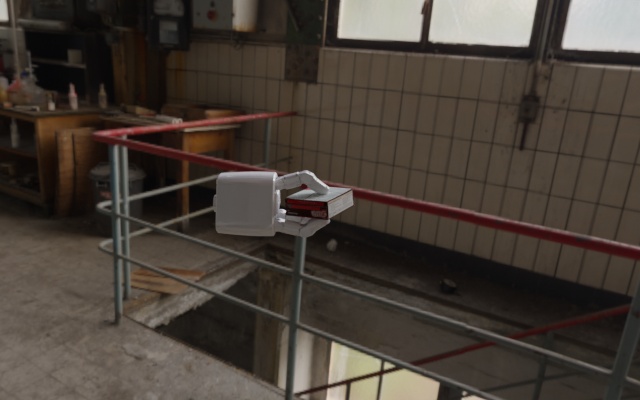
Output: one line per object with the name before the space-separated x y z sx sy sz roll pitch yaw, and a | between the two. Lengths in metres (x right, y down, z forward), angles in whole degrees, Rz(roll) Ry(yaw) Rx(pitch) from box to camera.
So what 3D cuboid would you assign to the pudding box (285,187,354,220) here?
pudding box | 0.000 0.003 0.891 0.090 0.039 0.113 6 18 28
